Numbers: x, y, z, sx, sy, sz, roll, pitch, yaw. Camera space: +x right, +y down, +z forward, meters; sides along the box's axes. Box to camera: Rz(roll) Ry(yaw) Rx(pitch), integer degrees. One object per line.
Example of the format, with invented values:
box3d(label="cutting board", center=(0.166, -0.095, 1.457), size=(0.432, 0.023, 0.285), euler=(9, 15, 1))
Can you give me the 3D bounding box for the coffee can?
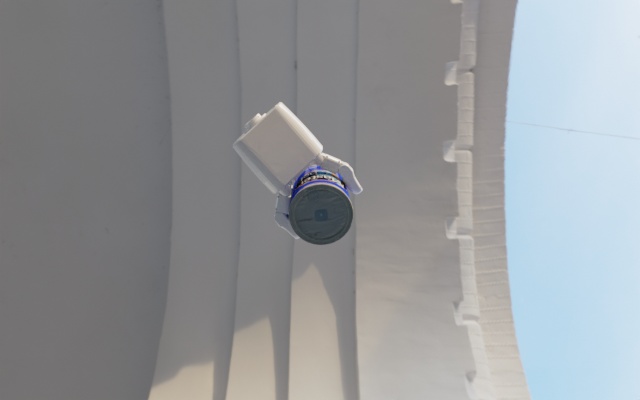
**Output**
box3d(label="coffee can", center=(0.000, 0.003, 0.819), size=(0.103, 0.103, 0.140), euler=(0, 17, -1))
